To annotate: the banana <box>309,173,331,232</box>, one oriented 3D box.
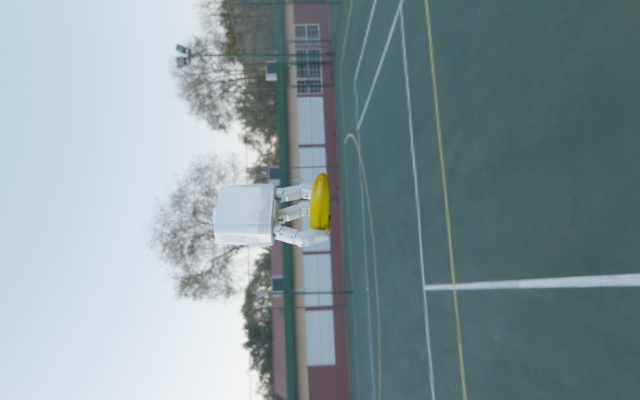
[{"bbox_3d":[-0.001,0.021,0.873,0.037,0.069,0.198,4,-24,3],"label":"banana"}]
